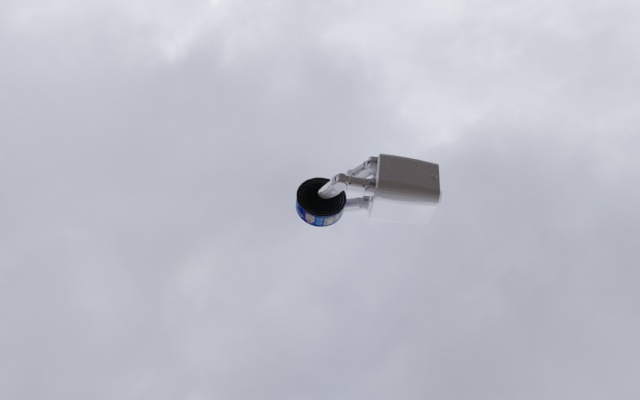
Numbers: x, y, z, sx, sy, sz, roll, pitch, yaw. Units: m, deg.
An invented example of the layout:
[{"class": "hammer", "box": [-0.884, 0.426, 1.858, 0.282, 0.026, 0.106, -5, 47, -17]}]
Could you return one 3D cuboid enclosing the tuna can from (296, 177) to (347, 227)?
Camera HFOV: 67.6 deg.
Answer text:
[{"class": "tuna can", "box": [0.000, 0.003, 0.819, 0.086, 0.086, 0.034, 0, -39, -8]}]
